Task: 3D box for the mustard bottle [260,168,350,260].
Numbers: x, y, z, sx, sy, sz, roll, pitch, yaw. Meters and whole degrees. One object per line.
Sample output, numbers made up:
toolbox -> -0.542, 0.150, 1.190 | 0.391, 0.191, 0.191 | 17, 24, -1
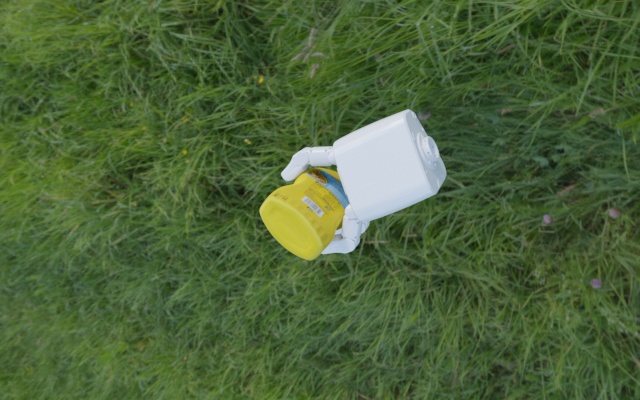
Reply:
mustard bottle -> 0.000, 0.002, 0.664 | 0.058, 0.096, 0.191 | -50, -4, 32
